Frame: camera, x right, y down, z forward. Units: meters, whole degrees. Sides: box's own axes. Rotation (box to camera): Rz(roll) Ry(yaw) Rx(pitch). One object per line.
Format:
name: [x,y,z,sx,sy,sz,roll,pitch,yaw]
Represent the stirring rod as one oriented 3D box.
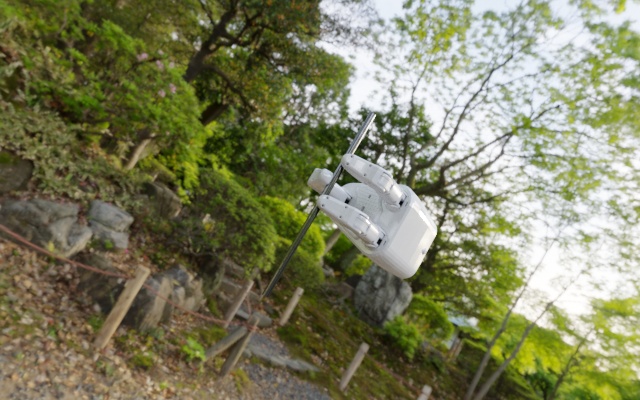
stirring rod: [0.000,0.002,0.538,0.011,0.239,0.011,30,-8,5]
